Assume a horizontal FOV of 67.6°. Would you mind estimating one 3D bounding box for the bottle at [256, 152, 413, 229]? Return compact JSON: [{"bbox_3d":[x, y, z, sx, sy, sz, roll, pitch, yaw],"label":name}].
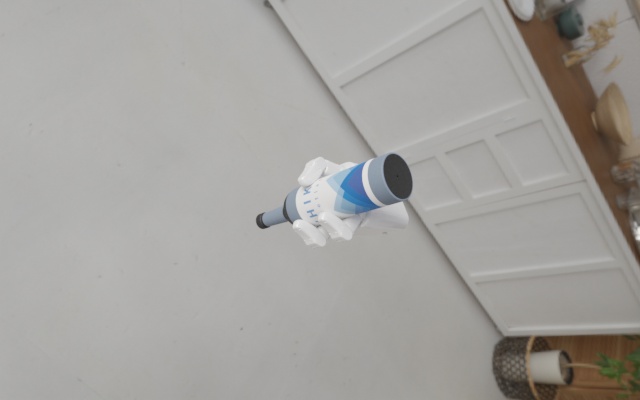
[{"bbox_3d":[0.000,0.002,0.724,0.069,0.069,0.296,0,-13,-45],"label":"bottle"}]
